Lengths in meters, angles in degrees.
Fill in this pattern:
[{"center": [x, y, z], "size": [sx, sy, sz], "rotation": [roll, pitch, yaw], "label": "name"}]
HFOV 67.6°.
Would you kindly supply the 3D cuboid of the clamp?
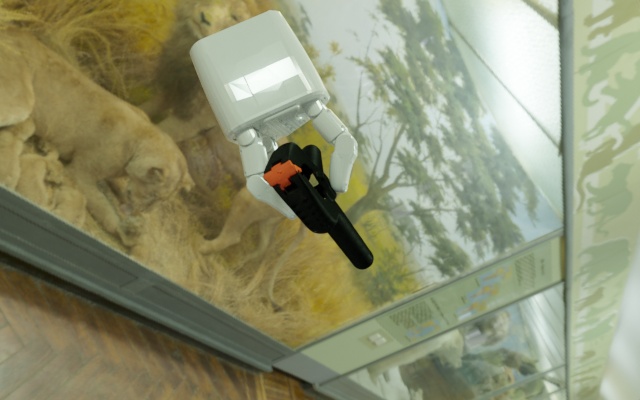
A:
[{"center": [0.001, 0.001, 0.485], "size": [0.036, 0.164, 0.210], "rotation": [-30, -9, 10], "label": "clamp"}]
